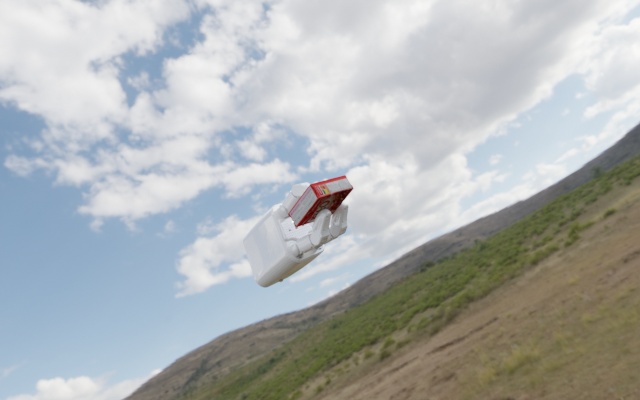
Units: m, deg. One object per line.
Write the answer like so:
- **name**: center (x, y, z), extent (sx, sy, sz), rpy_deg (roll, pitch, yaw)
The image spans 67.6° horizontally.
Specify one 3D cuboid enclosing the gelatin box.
- **gelatin box**: center (0.000, 0.002, 0.749), extent (0.073, 0.030, 0.089), rpy_deg (-16, -25, -38)
